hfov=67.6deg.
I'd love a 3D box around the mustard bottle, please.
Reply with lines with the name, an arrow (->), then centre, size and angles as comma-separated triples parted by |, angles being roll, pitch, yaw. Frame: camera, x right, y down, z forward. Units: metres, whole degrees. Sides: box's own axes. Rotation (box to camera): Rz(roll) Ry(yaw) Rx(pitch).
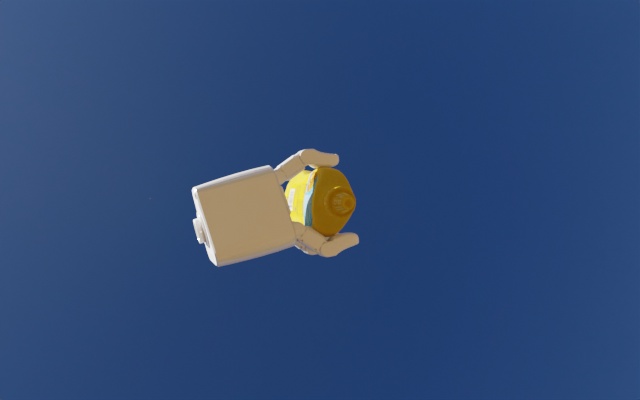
mustard bottle -> 0.000, 0.002, 0.675 | 0.058, 0.096, 0.191 | 9, -3, -20
